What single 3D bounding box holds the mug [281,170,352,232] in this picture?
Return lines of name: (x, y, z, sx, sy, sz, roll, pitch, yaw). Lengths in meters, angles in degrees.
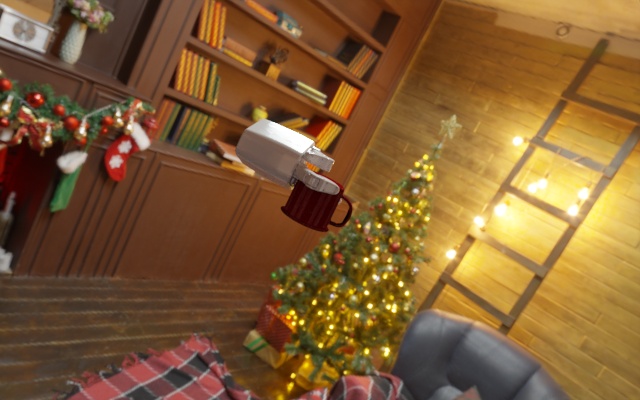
mug: (0.002, 0.003, 0.828, 0.117, 0.081, 0.093, 26, 10, 1)
